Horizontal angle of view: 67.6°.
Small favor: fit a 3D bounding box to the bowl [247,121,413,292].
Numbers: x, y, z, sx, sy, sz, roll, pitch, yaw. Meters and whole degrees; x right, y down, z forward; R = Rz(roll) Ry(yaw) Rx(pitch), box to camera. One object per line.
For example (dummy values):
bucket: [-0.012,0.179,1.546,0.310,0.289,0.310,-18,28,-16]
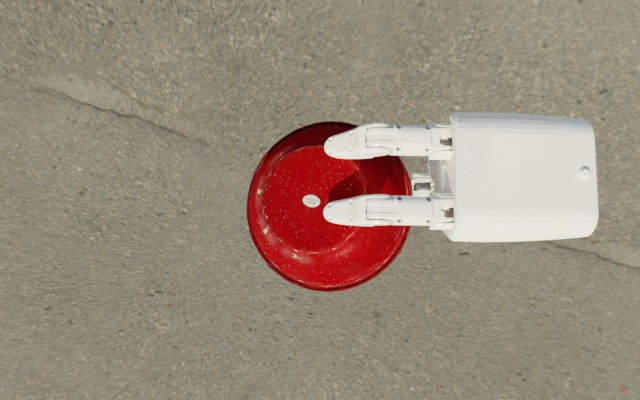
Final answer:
bowl: [-0.001,0.002,0.426,0.162,0.162,0.055,0,-6,14]
